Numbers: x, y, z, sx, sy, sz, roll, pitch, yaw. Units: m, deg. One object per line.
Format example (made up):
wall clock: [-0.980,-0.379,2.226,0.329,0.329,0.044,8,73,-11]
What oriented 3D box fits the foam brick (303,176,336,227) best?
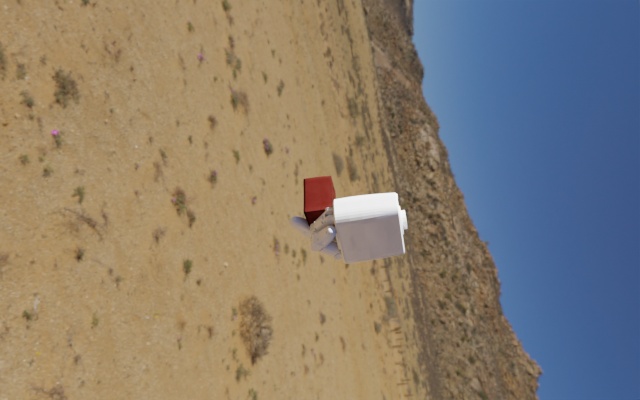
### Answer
foam brick: [0.000,0.003,0.849,0.051,0.078,0.053,-9,-38,8]
